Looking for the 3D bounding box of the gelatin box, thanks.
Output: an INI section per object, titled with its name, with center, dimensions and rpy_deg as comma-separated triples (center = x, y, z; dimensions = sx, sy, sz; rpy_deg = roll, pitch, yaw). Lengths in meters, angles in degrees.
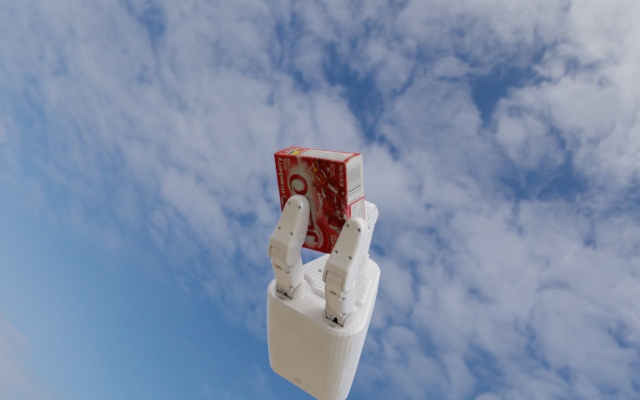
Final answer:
[gelatin box]
center = 0.000, 0.001, 0.413
dimensions = 0.073, 0.089, 0.030
rpy_deg = 10, 26, 34
